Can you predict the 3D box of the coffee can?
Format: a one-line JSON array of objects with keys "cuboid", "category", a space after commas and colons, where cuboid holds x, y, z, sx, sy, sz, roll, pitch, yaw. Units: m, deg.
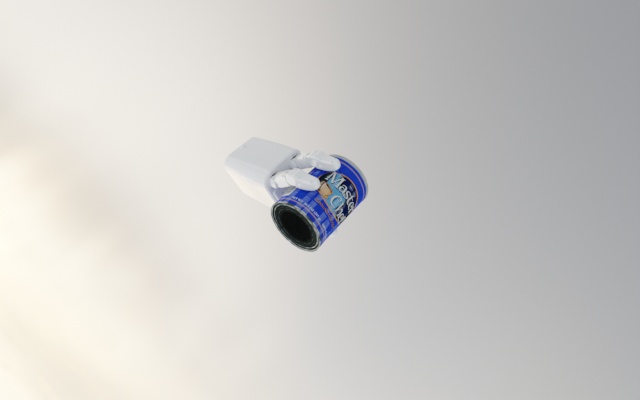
[{"cuboid": [0.000, 0.003, 0.802, 0.103, 0.103, 0.140, 0, 36, 48], "category": "coffee can"}]
